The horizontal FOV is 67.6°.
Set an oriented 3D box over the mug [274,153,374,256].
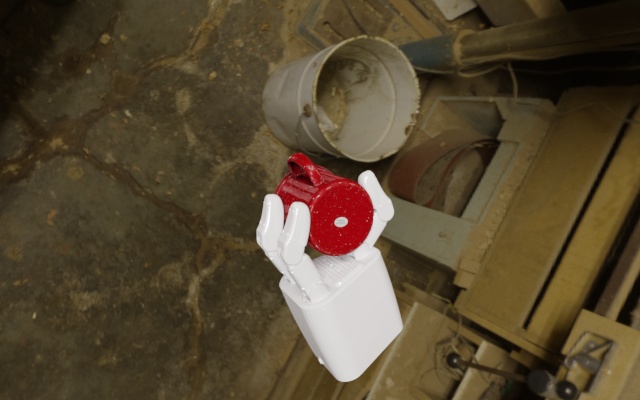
[{"bbox_3d":[0.000,0.000,0.513,0.093,0.117,0.081,-31,23,-19],"label":"mug"}]
